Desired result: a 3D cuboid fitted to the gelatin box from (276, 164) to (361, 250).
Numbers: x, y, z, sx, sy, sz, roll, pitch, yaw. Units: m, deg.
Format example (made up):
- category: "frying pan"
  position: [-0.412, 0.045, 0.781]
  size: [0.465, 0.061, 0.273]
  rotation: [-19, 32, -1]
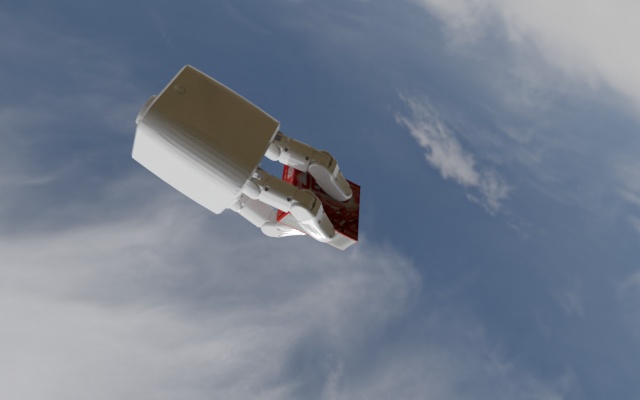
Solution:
- category: "gelatin box"
  position: [0.000, 0.002, 0.505]
  size: [0.089, 0.073, 0.030]
  rotation: [26, -40, -26]
